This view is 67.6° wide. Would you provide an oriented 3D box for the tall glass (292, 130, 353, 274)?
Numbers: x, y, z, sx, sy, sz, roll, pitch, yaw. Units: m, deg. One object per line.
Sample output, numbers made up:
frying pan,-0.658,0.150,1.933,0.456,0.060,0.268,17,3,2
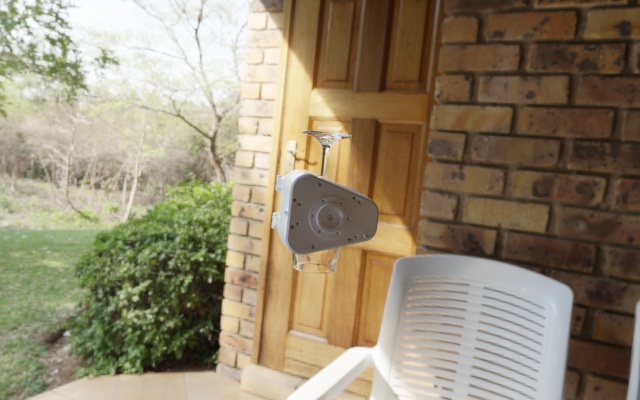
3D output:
tall glass,0.000,0.002,0.700,0.079,0.201,0.079,6,4,0
